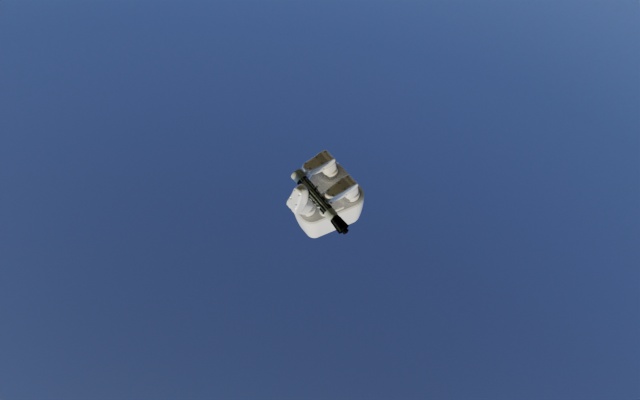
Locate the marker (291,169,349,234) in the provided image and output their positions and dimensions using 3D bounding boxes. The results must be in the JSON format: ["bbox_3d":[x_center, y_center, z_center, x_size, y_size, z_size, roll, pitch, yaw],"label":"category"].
[{"bbox_3d":[0.000,0.002,0.706,0.020,0.121,0.020,-37,-17,-13],"label":"marker"}]
